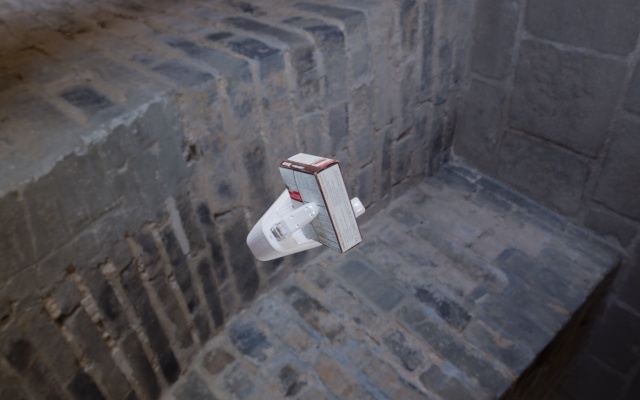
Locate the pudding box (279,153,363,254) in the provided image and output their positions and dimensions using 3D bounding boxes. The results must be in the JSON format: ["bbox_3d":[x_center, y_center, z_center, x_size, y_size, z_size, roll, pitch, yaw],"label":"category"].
[{"bbox_3d":[0.000,0.002,0.591,0.039,0.113,0.090,-32,27,-25],"label":"pudding box"}]
